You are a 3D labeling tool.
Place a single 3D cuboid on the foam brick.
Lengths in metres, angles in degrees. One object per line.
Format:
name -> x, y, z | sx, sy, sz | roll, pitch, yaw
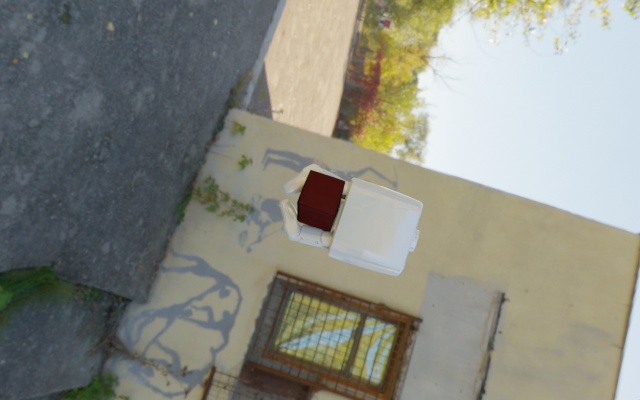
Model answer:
foam brick -> 0.000, 0.002, 0.650 | 0.051, 0.053, 0.078 | 19, -20, 4
